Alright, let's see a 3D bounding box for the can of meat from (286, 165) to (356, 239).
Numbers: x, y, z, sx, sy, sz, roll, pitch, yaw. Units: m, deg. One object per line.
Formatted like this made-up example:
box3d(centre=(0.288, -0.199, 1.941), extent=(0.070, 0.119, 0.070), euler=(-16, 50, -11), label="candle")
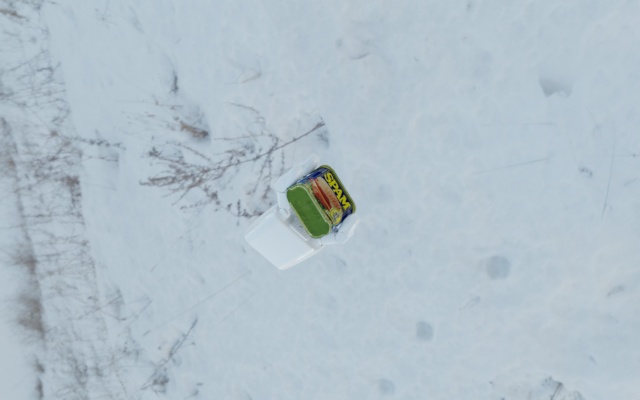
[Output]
box3d(centre=(0.000, 0.003, 0.794), extent=(0.057, 0.102, 0.084), euler=(-29, 5, 40), label="can of meat")
